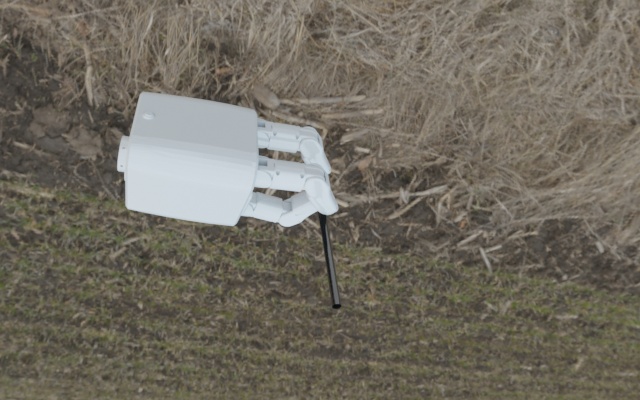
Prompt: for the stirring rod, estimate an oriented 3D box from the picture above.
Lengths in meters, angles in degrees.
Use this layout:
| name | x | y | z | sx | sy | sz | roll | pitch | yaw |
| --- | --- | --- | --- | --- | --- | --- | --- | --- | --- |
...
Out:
| name | x | y | z | sx | sy | sz | roll | pitch | yaw |
| --- | --- | --- | --- | --- | --- | --- | --- | --- | --- |
| stirring rod | 0.000 | 0.002 | 0.482 | 0.011 | 0.239 | 0.011 | -5 | -43 | -4 |
